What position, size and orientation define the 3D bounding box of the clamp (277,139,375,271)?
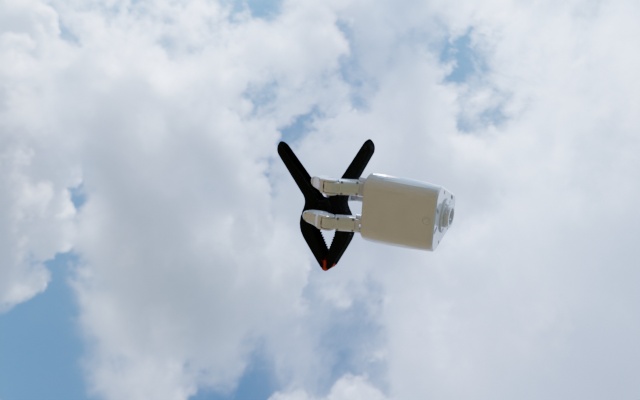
[{"bbox_3d":[0.001,0.003,0.742,0.164,0.210,0.036,11,15,29],"label":"clamp"}]
